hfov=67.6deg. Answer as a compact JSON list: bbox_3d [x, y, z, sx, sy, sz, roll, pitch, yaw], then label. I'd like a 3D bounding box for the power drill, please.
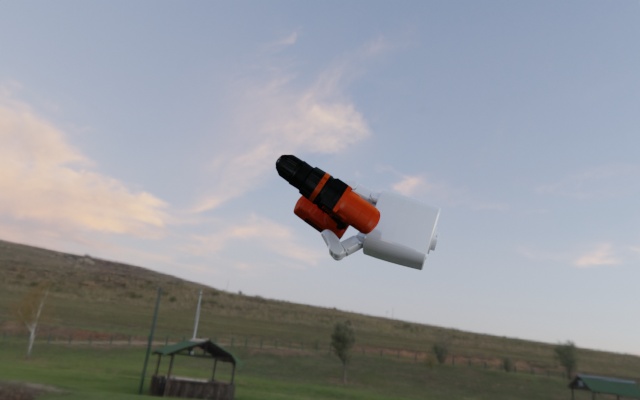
[{"bbox_3d":[0.000,0.003,0.806,0.184,0.057,0.188,35,-13,1],"label":"power drill"}]
